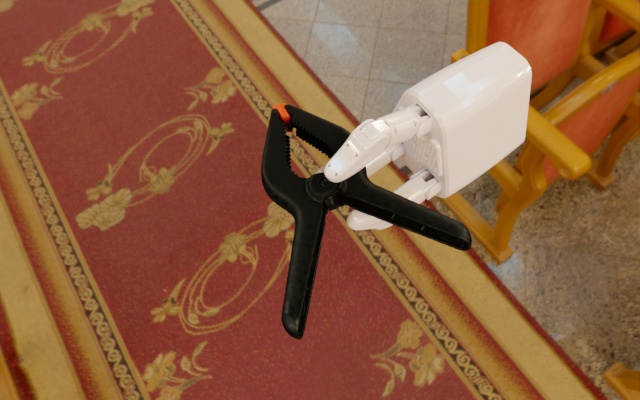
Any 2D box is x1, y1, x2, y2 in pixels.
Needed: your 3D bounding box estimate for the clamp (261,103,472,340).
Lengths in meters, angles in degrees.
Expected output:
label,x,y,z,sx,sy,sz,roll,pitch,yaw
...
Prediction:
label,x,y,z,sx,sy,sz,roll,pitch,yaw
clamp,0.000,0.000,0.411,0.164,0.210,0.036,-32,-25,-11
